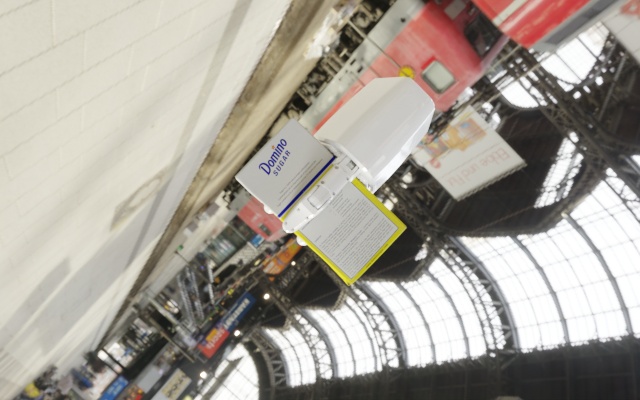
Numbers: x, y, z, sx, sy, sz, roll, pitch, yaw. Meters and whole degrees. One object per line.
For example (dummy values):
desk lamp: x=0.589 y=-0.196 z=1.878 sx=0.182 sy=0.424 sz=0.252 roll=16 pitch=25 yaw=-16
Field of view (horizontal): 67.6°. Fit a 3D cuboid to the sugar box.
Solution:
sugar box: x=0.000 y=0.002 z=0.536 sx=0.176 sy=0.093 sz=0.048 roll=44 pitch=-3 yaw=-5
